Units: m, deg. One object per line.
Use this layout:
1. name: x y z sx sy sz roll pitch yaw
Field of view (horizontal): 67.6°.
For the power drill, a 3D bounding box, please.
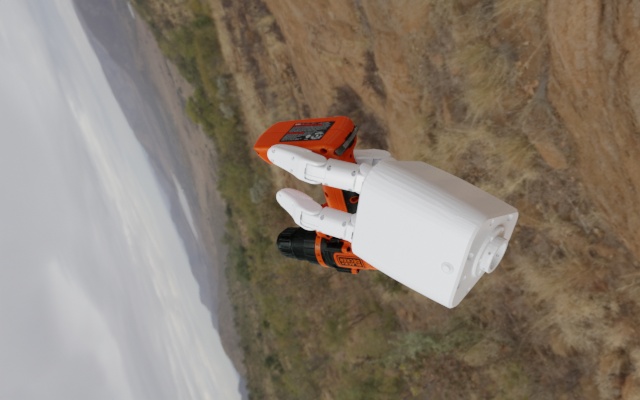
1. power drill: 0.000 0.001 0.532 0.184 0.188 0.057 0 41 33
